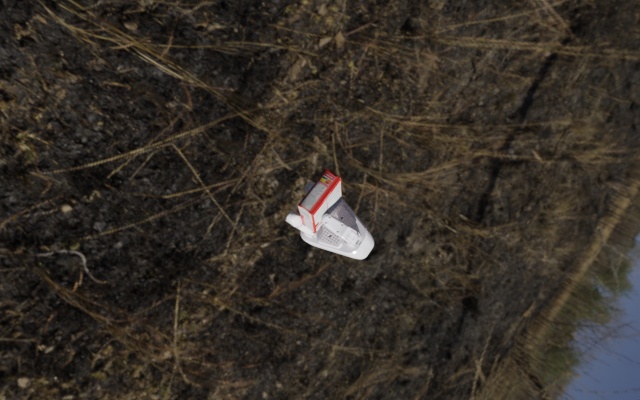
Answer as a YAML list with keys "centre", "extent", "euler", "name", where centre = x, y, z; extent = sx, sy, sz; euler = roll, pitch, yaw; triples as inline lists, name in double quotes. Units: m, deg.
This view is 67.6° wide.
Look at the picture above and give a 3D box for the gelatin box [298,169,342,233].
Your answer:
- centre: [0.000, 0.003, 0.736]
  extent: [0.030, 0.073, 0.089]
  euler: [34, -16, 15]
  name: "gelatin box"
